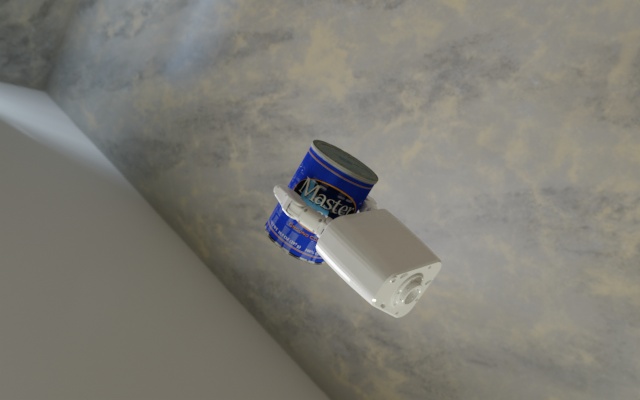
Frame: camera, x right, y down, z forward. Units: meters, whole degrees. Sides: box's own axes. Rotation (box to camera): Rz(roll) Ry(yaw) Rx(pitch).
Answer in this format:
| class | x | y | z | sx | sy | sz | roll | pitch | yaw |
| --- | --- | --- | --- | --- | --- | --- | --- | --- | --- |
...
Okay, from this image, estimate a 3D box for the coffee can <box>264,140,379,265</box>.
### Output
| class | x | y | z | sx | sy | sz | roll | pitch | yaw |
| --- | --- | --- | --- | --- | --- | --- | --- | --- | --- |
| coffee can | 0.000 | 0.002 | 0.660 | 0.103 | 0.140 | 0.102 | 28 | 16 | -9 |
